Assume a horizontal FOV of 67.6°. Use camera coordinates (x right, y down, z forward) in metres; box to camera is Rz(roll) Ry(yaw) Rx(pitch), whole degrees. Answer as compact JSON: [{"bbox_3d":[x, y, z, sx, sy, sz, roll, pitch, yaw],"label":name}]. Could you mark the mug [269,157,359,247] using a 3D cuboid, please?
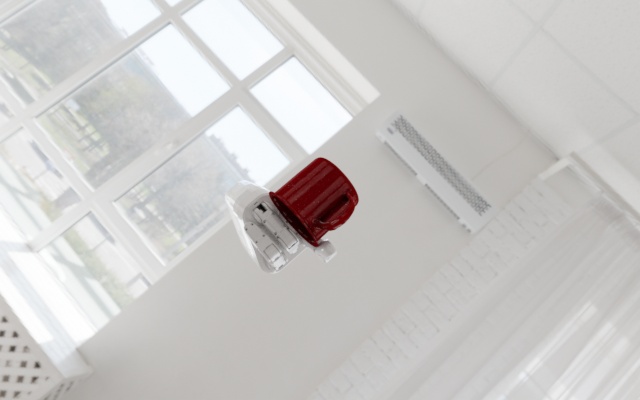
[{"bbox_3d":[0.001,0.002,0.601,0.081,0.093,0.117,-41,31,-12],"label":"mug"}]
